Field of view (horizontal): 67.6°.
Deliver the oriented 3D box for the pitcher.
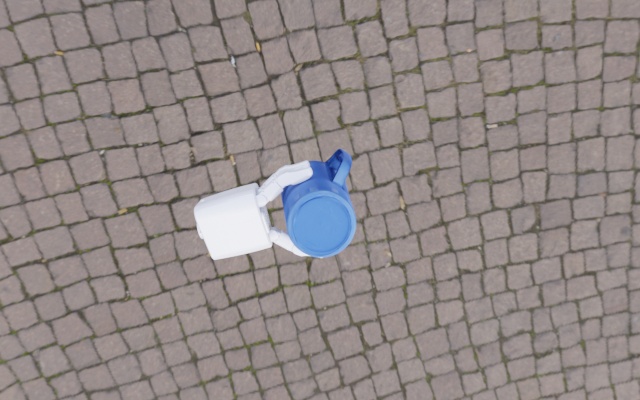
[{"bbox_3d":[0.000,0.003,0.838,0.145,0.149,0.242,-12,13,-1],"label":"pitcher"}]
